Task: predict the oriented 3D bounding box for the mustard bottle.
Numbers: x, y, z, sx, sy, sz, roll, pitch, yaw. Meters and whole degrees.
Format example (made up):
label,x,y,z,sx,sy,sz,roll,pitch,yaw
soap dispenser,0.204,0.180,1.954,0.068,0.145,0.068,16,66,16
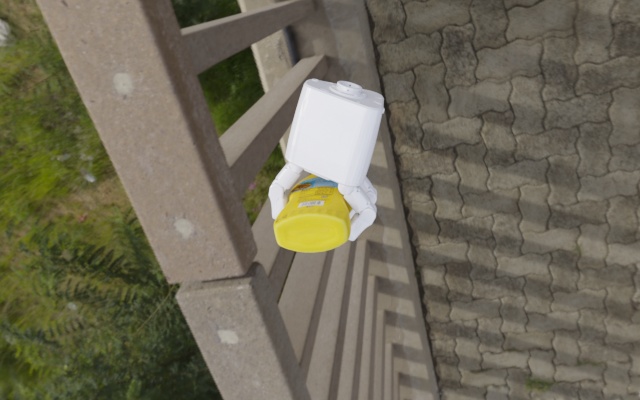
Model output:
label,x,y,z,sx,sy,sz,roll,pitch,yaw
mustard bottle,0.000,0.003,0.678,0.096,0.058,0.191,-6,24,11
